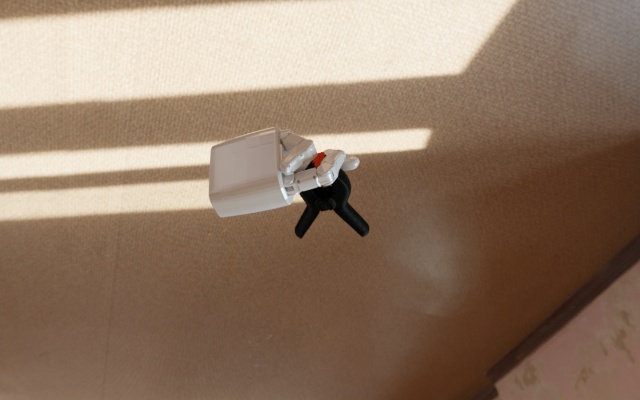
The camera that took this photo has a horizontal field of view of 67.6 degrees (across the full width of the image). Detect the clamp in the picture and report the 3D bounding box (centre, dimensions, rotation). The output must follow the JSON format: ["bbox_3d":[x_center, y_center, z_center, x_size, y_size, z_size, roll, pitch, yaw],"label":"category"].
[{"bbox_3d":[0.000,0.003,0.729,0.120,0.172,0.039,-13,40,10],"label":"clamp"}]
